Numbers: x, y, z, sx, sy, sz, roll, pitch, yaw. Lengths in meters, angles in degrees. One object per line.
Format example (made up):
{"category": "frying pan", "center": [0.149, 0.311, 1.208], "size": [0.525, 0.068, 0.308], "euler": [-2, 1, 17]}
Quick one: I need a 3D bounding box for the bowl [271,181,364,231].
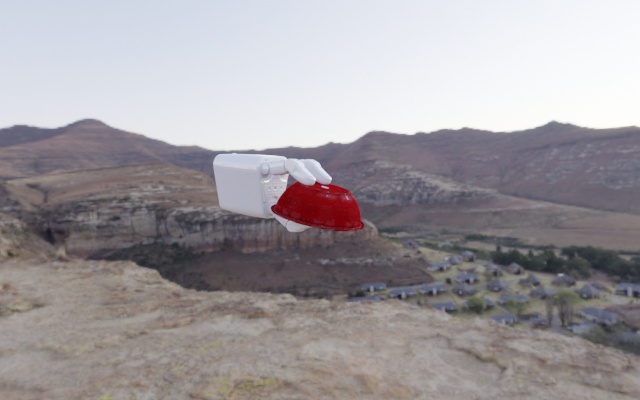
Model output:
{"category": "bowl", "center": [0.001, 0.003, 0.804], "size": [0.162, 0.055, 0.162], "euler": [11, 10, -2]}
